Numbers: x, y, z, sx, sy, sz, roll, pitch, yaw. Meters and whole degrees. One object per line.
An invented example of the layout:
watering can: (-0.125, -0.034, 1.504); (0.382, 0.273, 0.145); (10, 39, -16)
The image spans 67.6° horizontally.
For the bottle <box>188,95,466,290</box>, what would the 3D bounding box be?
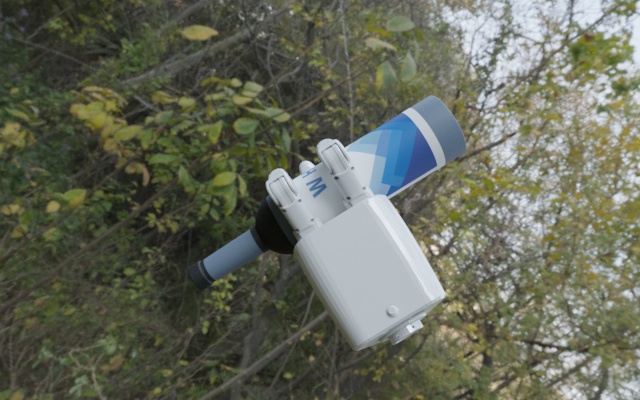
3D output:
bottle: (0.000, 0.001, 0.476); (0.296, 0.069, 0.069); (-32, -1, 1)
